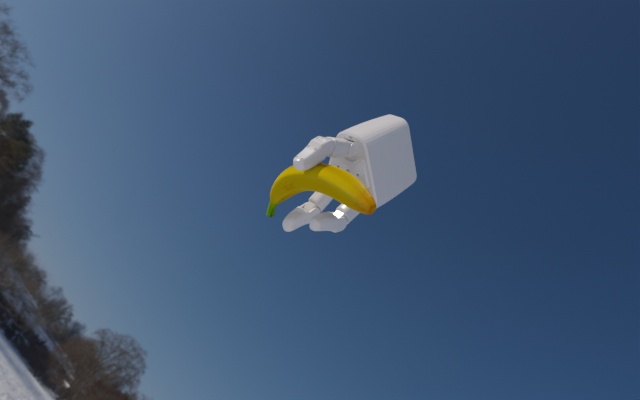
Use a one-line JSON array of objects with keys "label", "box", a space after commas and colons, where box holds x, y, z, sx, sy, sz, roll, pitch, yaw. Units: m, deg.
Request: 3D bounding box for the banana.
[{"label": "banana", "box": [-0.006, -0.016, 0.616, 0.037, 0.069, 0.198, -18, 10, -41]}]
